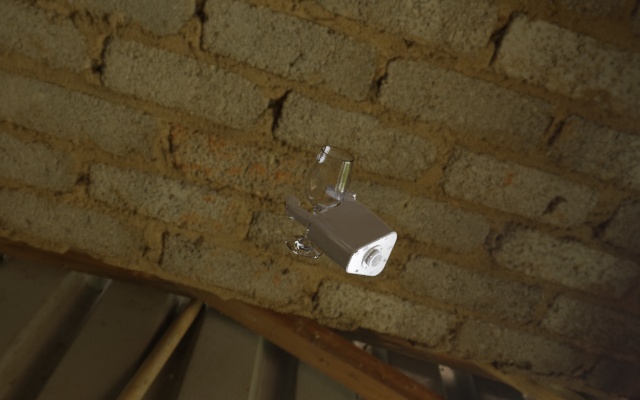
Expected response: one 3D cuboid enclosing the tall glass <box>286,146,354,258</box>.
[{"bbox_3d":[0.000,0.003,0.877,0.079,0.201,0.079,16,24,-7],"label":"tall glass"}]
